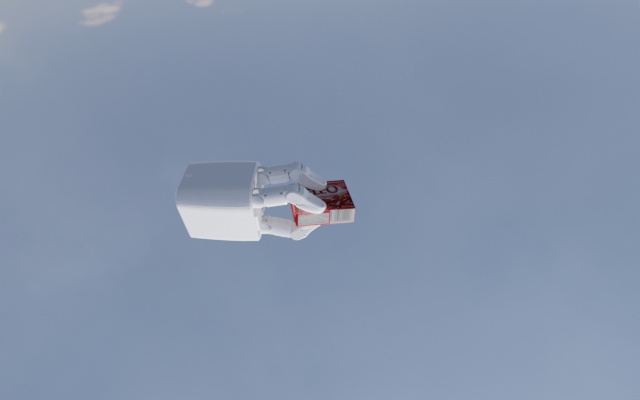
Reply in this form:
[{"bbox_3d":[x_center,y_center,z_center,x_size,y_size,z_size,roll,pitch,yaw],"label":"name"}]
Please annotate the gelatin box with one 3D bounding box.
[{"bbox_3d":[0.000,0.003,0.705,0.089,0.030,0.073,-4,37,-11],"label":"gelatin box"}]
